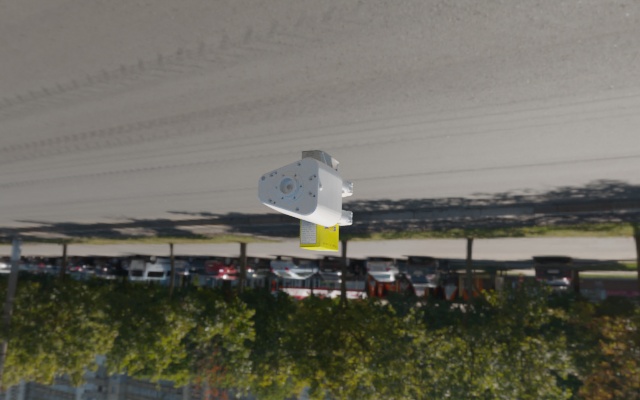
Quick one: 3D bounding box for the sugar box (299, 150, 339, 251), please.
[{"bbox_3d":[0.001,0.003,0.881,0.048,0.176,0.093,-1,-10,24],"label":"sugar box"}]
